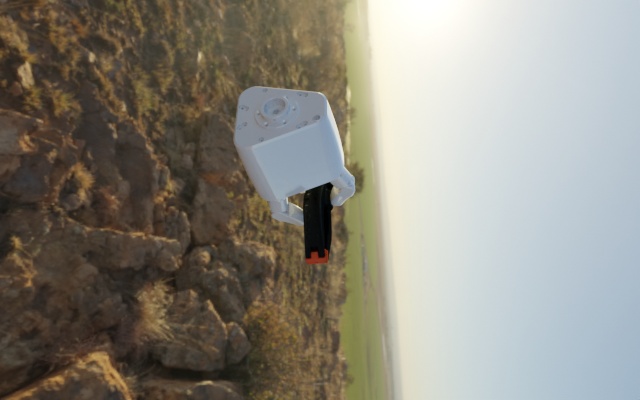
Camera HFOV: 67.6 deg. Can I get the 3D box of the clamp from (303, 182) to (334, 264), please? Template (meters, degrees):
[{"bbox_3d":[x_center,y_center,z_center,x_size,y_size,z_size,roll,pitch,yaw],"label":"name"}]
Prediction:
[{"bbox_3d":[0.001,0.003,0.690,0.036,0.209,0.165,-6,-32,10],"label":"clamp"}]
